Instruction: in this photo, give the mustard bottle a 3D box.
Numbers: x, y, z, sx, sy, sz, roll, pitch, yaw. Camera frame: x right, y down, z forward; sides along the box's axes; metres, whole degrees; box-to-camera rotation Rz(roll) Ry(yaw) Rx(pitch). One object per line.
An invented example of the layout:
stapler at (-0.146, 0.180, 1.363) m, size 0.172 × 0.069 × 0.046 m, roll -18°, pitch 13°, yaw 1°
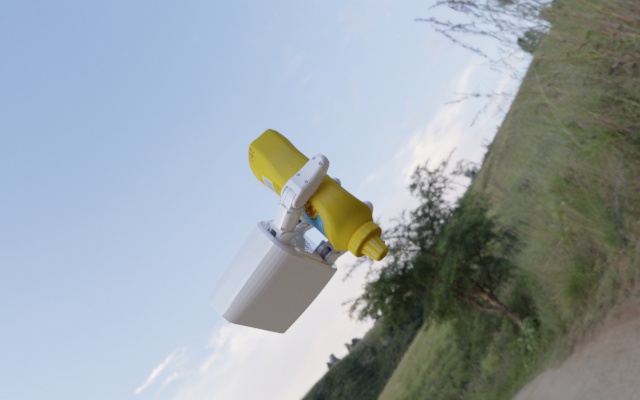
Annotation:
mustard bottle at (0.000, 0.001, 0.535) m, size 0.191 × 0.058 × 0.096 m, roll 41°, pitch -15°, yaw 27°
